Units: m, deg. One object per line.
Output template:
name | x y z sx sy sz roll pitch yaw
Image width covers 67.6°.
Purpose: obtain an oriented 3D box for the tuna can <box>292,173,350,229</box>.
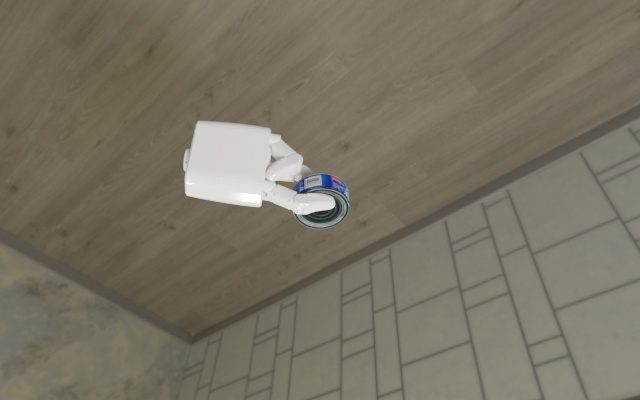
tuna can | 0.000 0.003 0.703 0.086 0.086 0.033 0 43 -4
